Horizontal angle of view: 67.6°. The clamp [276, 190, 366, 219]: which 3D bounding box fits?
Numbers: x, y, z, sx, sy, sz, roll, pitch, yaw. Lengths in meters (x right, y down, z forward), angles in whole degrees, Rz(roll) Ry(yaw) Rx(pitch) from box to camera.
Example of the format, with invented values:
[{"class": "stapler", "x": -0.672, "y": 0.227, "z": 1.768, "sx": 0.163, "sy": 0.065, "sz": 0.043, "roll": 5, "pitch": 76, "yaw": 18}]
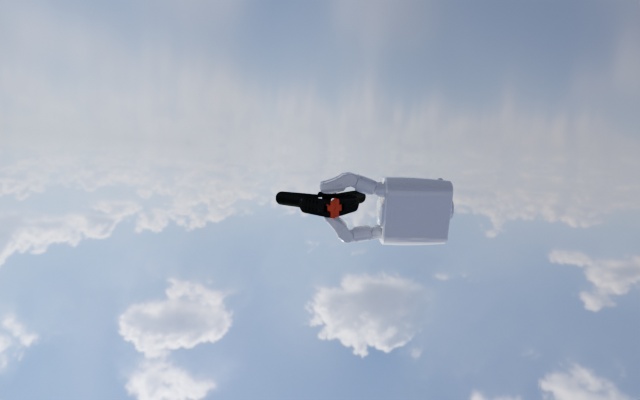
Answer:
[{"class": "clamp", "x": 0.000, "y": 0.003, "z": 0.787, "sx": 0.164, "sy": 0.036, "sz": 0.210, "roll": -2, "pitch": 6, "yaw": 1}]
